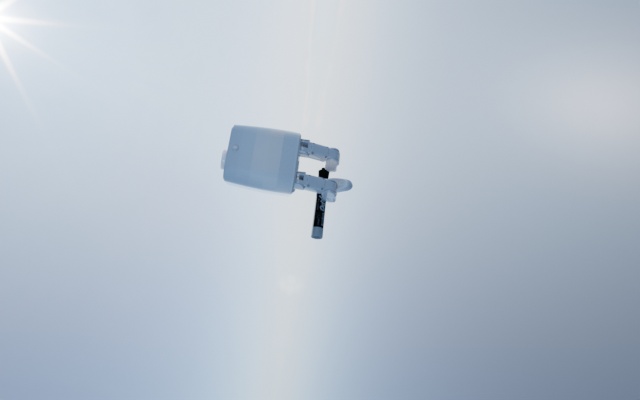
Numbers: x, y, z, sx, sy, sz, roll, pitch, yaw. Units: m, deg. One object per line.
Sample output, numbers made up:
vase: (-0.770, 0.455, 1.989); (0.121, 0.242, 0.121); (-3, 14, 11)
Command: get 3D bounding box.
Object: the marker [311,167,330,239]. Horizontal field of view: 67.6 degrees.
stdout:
marker: (0.000, 0.003, 0.771); (0.020, 0.121, 0.020); (6, -21, 2)
